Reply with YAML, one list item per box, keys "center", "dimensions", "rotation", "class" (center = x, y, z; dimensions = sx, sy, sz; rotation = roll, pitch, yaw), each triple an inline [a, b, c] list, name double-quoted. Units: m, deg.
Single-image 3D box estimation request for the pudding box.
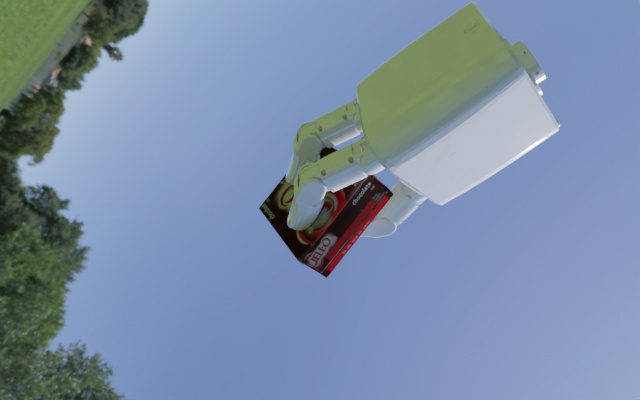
- center: [0.000, 0.001, 0.421]
  dimensions: [0.039, 0.090, 0.113]
  rotation: [38, 2, -30]
  class: "pudding box"
